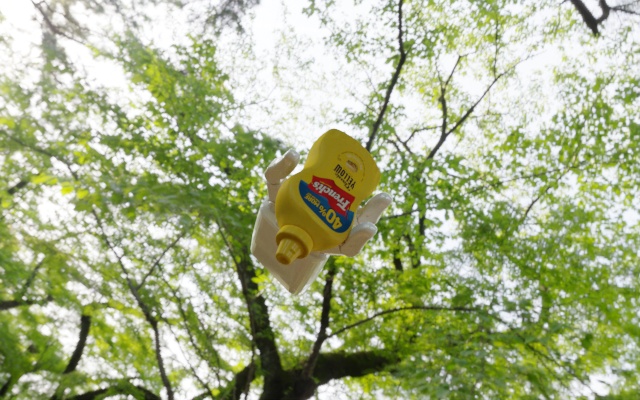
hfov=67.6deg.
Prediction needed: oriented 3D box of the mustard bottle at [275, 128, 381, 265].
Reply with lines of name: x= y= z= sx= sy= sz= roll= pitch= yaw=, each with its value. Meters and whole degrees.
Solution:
mustard bottle: x=0.000 y=0.002 z=0.561 sx=0.058 sy=0.096 sz=0.191 roll=-29 pitch=20 yaw=46
